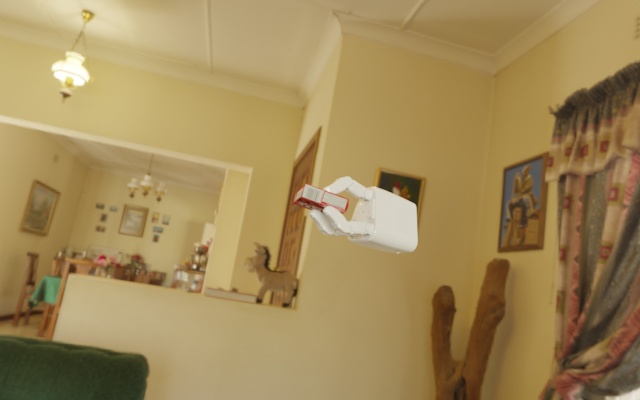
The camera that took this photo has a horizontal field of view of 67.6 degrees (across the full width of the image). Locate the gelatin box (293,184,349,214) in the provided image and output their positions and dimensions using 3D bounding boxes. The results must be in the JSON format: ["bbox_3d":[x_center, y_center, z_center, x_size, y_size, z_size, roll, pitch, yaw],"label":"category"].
[{"bbox_3d":[0.000,0.002,0.890,0.089,0.030,0.073,20,-15,-12],"label":"gelatin box"}]
